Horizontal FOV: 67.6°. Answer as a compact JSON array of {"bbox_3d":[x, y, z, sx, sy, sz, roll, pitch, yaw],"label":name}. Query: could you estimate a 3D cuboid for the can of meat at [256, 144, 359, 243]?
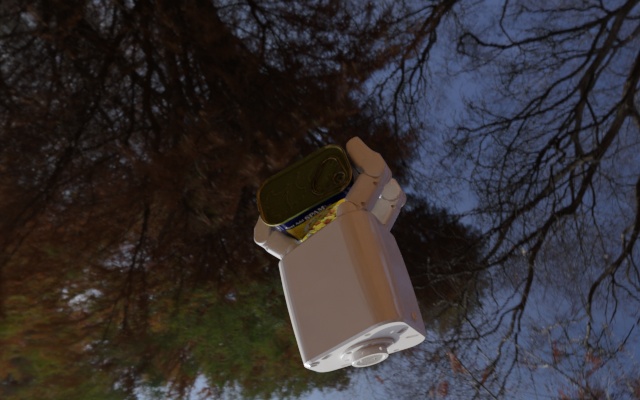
[{"bbox_3d":[0.000,0.002,0.493,0.102,0.057,0.084,-29,-36,13],"label":"can of meat"}]
